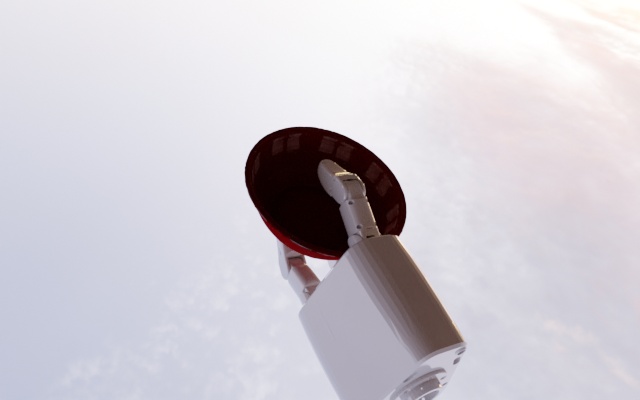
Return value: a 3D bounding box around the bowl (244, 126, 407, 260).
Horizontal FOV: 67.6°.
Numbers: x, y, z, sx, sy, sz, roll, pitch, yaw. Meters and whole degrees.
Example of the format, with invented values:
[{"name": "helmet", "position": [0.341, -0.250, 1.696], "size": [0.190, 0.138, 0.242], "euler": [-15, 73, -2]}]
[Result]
[{"name": "bowl", "position": [0.000, 0.001, 0.469], "size": [0.162, 0.162, 0.055], "euler": [0, -38, -24]}]
